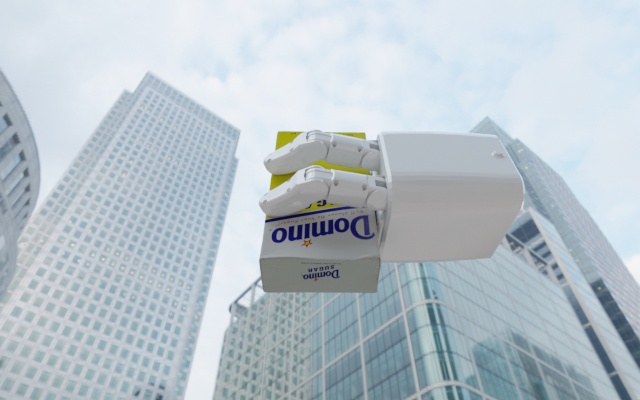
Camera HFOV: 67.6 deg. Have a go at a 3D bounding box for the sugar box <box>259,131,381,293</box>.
[{"bbox_3d":[0.000,0.001,0.427,0.093,0.048,0.176,0,38,0],"label":"sugar box"}]
